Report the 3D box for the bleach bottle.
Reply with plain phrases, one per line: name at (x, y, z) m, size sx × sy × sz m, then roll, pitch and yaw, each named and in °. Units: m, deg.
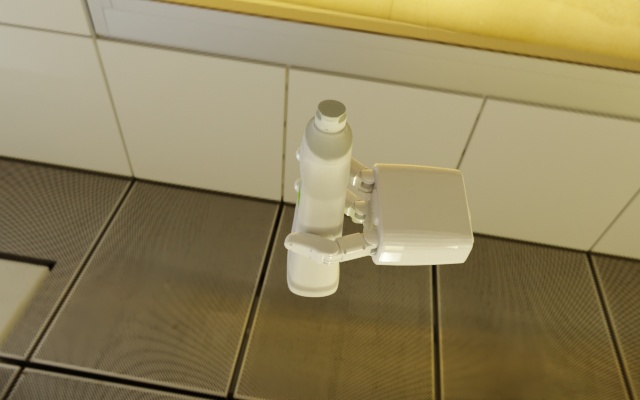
bleach bottle at (0.000, 0.002, 0.547) m, size 0.068 × 0.102 × 0.251 m, roll 2°, pitch -43°, yaw -5°
